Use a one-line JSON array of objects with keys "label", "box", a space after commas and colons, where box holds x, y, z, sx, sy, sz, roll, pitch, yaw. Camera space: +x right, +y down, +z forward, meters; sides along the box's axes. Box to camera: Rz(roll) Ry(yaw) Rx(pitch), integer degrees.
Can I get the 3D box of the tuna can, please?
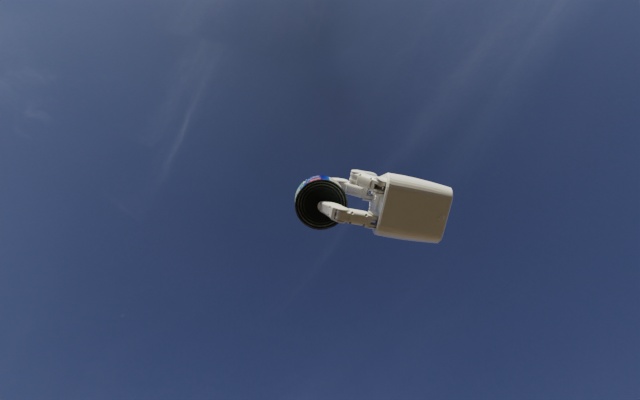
[{"label": "tuna can", "box": [0.000, 0.002, 0.785, 0.086, 0.086, 0.033, 0, 17, -5]}]
